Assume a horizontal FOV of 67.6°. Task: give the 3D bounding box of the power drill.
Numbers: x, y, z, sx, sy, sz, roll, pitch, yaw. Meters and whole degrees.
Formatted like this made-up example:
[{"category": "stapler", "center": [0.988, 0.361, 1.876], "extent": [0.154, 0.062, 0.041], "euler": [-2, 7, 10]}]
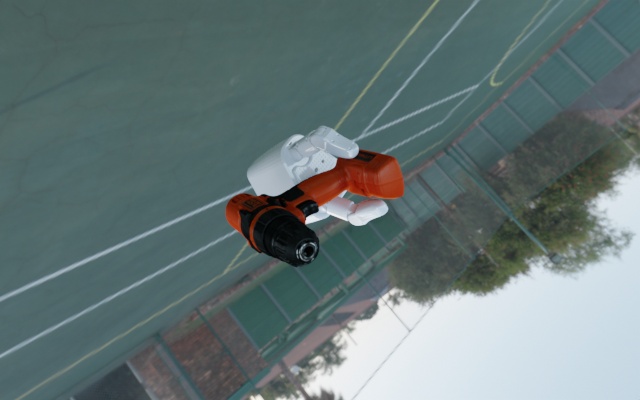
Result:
[{"category": "power drill", "center": [0.000, 0.002, 0.541], "extent": [0.187, 0.057, 0.184], "euler": [-24, 24, -24]}]
